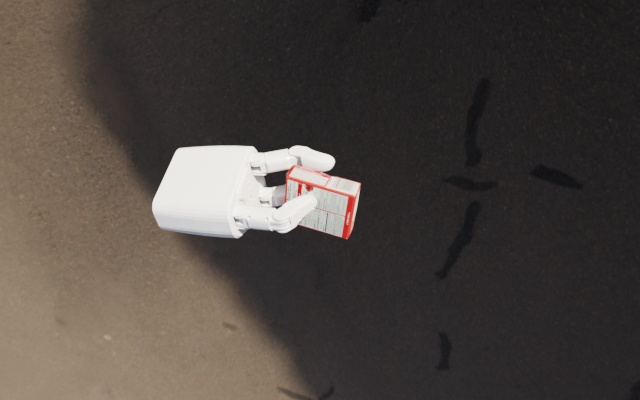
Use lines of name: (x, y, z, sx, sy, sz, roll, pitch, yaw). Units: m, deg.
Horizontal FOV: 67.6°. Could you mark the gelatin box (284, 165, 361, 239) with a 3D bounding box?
gelatin box: (0.000, 0.002, 0.588, 0.089, 0.073, 0.030, 16, 42, 11)
